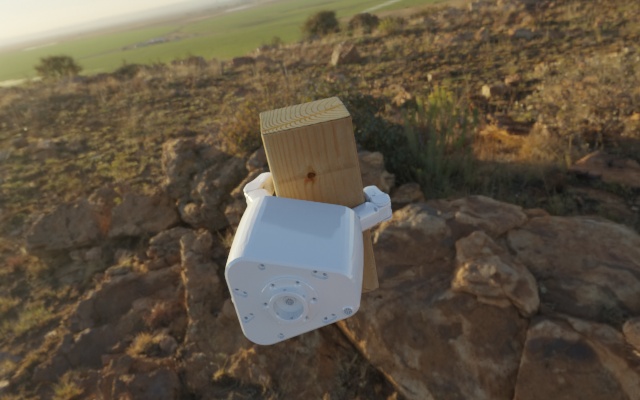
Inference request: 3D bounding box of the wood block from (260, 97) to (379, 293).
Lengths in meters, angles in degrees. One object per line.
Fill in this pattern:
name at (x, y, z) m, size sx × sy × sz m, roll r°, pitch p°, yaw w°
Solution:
wood block at (0.000, 0.002, 0.537) m, size 0.091 × 0.206 × 0.090 m, roll -12°, pitch 25°, yaw -2°
